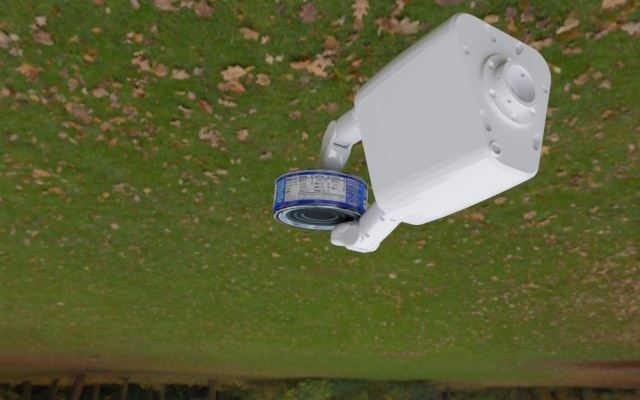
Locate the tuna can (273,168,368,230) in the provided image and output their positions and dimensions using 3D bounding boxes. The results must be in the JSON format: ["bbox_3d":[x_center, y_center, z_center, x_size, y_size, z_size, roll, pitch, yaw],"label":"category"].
[{"bbox_3d":[0.000,0.002,0.432,0.086,0.033,0.086,3,-17,1],"label":"tuna can"}]
